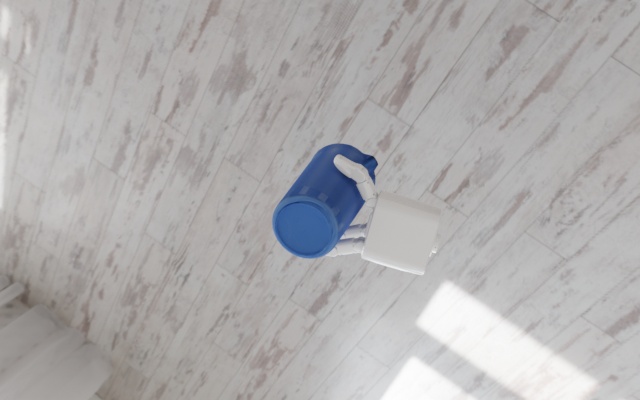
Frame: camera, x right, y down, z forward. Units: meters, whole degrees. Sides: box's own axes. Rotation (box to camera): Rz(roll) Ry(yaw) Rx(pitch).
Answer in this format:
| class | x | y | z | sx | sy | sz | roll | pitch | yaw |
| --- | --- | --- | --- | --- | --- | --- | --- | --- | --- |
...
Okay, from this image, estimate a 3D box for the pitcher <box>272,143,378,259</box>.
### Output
| class | x | y | z | sx | sy | sz | roll | pitch | yaw |
| --- | --- | --- | --- | --- | --- | --- | --- | --- | --- |
| pitcher | 0.000 | 0.003 | 0.822 | 0.145 | 0.149 | 0.242 | 19 | 27 | 10 |
